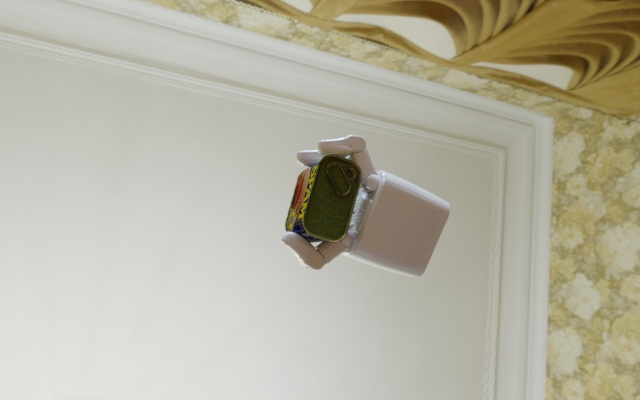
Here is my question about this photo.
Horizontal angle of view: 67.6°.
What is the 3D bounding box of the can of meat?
[{"bbox_3d":[0.000,0.002,0.588,0.057,0.102,0.084,20,-14,-18],"label":"can of meat"}]
